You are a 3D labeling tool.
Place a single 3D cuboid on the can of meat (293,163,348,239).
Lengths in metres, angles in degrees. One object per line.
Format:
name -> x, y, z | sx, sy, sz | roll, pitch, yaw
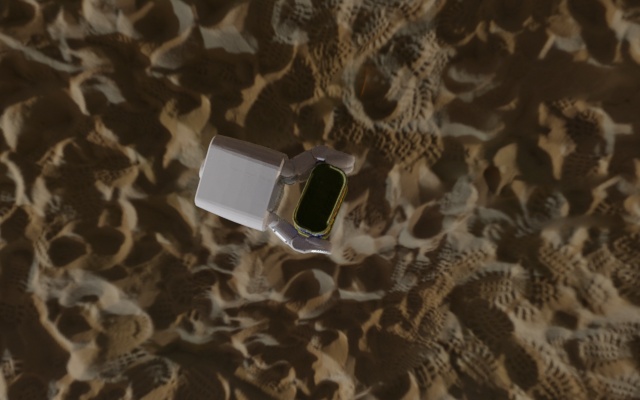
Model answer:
can of meat -> 0.000, 0.002, 0.677 | 0.057, 0.102, 0.084 | 22, -7, 4
